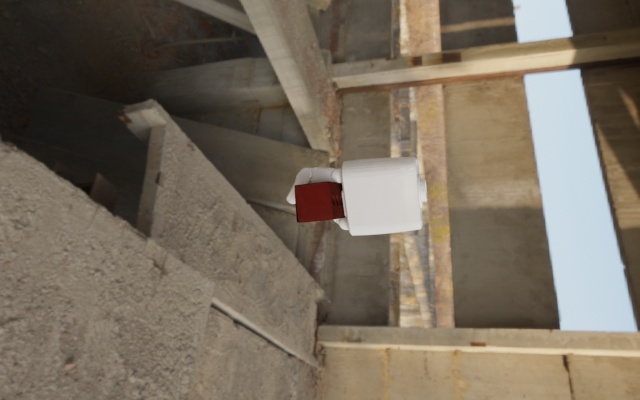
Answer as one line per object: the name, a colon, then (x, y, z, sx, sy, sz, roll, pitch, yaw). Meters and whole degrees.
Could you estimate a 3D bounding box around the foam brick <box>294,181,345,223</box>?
foam brick: (0.000, 0.002, 0.674, 0.051, 0.053, 0.078, -5, -1, 15)
